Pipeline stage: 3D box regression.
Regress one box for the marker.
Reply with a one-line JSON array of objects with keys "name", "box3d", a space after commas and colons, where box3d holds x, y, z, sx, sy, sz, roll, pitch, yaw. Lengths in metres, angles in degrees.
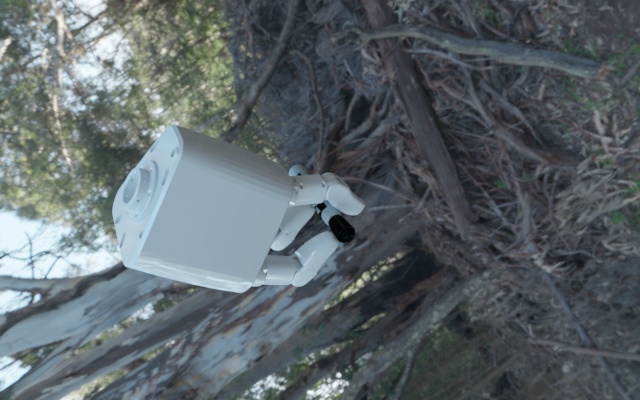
[{"name": "marker", "box3d": [0.000, 0.002, 0.477, 0.020, 0.020, 0.121, 0, 34, -31]}]
